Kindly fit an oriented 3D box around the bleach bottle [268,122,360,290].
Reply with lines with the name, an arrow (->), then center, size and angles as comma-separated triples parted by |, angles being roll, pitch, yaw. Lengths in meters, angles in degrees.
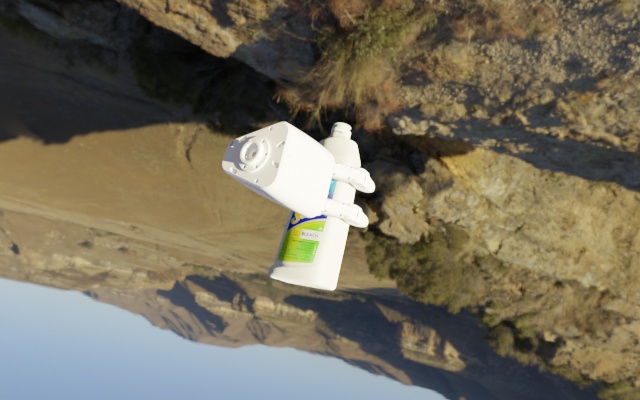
bleach bottle -> 0.000, 0.002, 0.722 | 0.102, 0.250, 0.068 | 3, -17, 35
